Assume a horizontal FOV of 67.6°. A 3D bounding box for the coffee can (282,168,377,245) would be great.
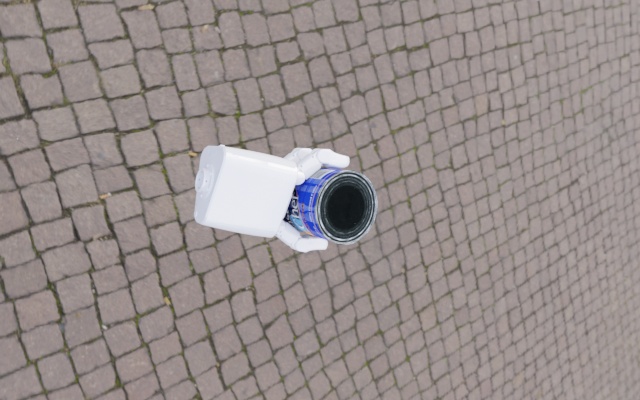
[{"bbox_3d":[0.000,0.002,0.702,0.103,0.103,0.140,0,6,-32],"label":"coffee can"}]
